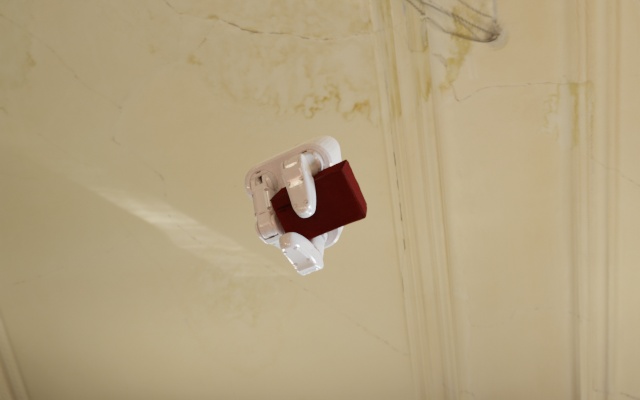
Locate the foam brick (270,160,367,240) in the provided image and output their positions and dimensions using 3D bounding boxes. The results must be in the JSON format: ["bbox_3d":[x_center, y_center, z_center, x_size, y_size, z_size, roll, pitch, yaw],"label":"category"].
[{"bbox_3d":[0.000,0.002,0.461,0.078,0.053,0.051,-22,9,14],"label":"foam brick"}]
